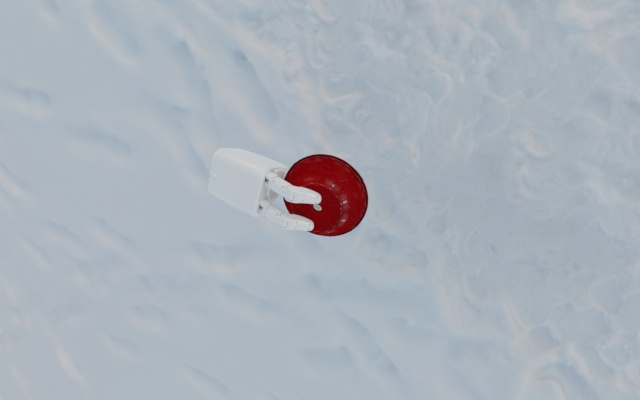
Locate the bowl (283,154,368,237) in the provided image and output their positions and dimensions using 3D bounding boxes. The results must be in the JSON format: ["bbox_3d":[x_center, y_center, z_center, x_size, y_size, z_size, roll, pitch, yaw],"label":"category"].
[{"bbox_3d":[0.001,0.003,0.839,0.162,0.162,0.055,0,23,17],"label":"bowl"}]
